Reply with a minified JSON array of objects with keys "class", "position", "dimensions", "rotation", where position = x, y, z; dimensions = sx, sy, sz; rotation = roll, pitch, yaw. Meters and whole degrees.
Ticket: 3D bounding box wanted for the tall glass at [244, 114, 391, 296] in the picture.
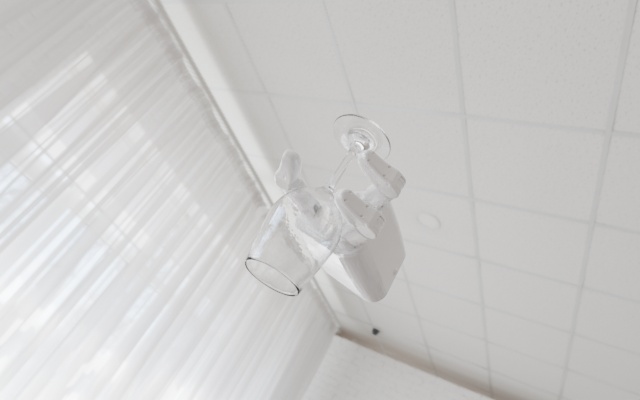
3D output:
[{"class":"tall glass","position":[0.000,0.001,0.507],"dimensions":[0.079,0.201,0.079],"rotation":[25,-30,15]}]
